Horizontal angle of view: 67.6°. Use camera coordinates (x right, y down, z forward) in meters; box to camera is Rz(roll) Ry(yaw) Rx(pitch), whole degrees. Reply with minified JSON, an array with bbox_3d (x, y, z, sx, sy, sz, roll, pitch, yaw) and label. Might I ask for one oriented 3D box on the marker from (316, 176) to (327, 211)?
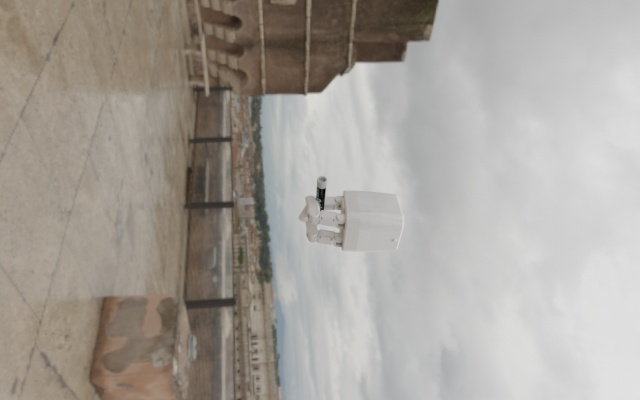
[{"bbox_3d":[0.000,0.003,0.899,0.020,0.020,0.121,0,-42,-4],"label":"marker"}]
